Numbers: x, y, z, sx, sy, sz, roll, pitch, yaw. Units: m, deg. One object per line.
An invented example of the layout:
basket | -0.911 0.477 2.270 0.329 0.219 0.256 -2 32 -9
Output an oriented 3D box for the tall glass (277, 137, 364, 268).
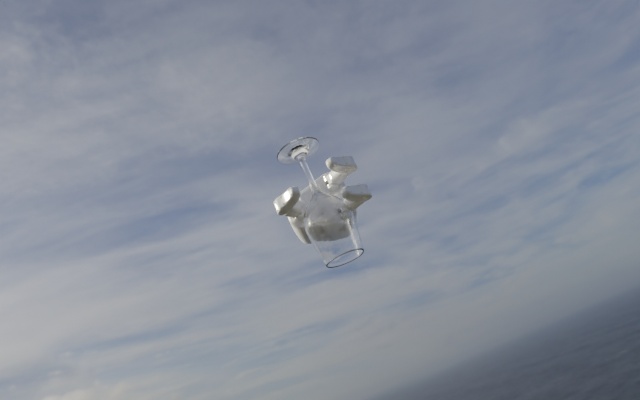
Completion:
tall glass | 0.000 0.002 0.748 0.079 0.201 0.079 -20 -22 -9
